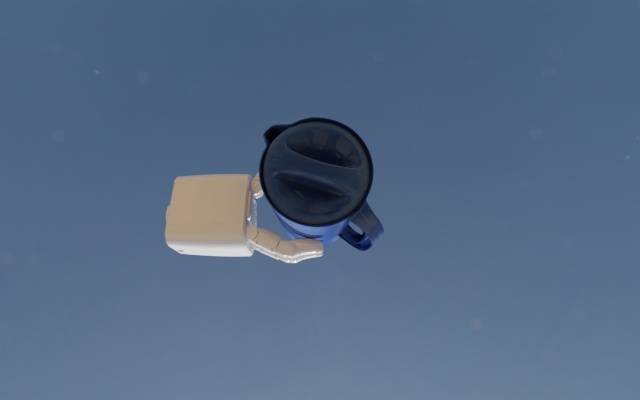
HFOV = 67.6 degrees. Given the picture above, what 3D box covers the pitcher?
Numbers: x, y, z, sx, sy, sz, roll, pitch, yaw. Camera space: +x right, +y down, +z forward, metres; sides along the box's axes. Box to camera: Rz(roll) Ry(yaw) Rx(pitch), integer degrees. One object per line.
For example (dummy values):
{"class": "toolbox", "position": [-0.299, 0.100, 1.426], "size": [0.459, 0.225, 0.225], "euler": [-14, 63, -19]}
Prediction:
{"class": "pitcher", "position": [0.000, 0.002, 0.658], "size": [0.145, 0.149, 0.243], "euler": [-2, -15, -1]}
